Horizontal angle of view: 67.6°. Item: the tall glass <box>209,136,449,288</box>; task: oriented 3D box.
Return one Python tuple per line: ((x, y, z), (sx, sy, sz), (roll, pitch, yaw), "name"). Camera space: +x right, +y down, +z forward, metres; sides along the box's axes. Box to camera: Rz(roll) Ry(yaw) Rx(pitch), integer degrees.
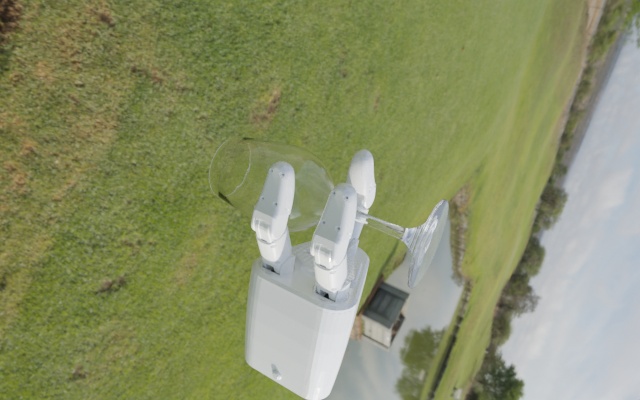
((0.001, 0.001, 0.411), (0.201, 0.079, 0.079), (22, 9, 24), "tall glass")
